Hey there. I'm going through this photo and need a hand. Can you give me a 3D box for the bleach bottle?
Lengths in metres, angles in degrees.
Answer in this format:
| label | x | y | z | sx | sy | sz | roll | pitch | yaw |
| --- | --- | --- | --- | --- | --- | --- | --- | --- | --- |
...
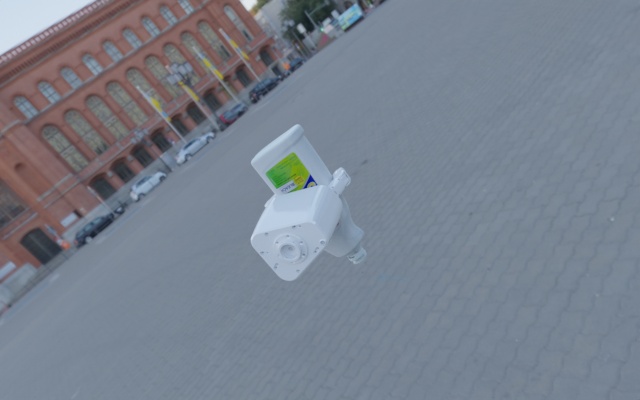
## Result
| label | x | y | z | sx | sy | sz | roll | pitch | yaw |
| --- | --- | --- | --- | --- | --- | --- | --- | --- | --- |
| bleach bottle | 0.000 | 0.003 | 0.799 | 0.102 | 0.251 | 0.068 | -32 | 16 | 24 |
